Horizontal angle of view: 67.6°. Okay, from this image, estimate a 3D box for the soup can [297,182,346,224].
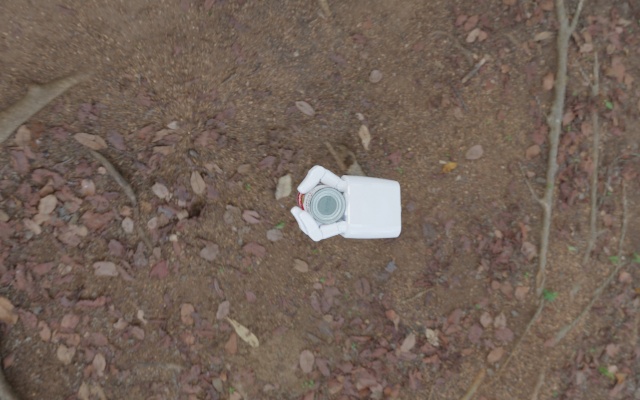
[{"bbox_3d":[0.000,0.003,0.885,0.068,0.068,0.102,0,8,-15],"label":"soup can"}]
